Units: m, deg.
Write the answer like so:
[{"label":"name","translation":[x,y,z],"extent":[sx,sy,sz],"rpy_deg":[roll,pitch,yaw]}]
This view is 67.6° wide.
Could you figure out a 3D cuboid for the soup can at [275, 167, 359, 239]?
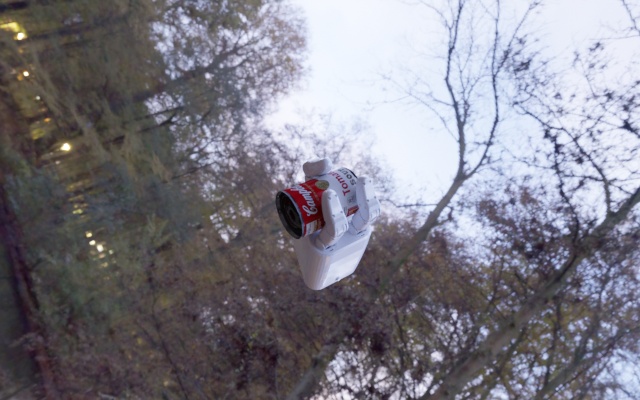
[{"label":"soup can","translation":[0.000,0.002,0.646],"extent":[0.102,0.068,0.068],"rpy_deg":[-23,10,-26]}]
